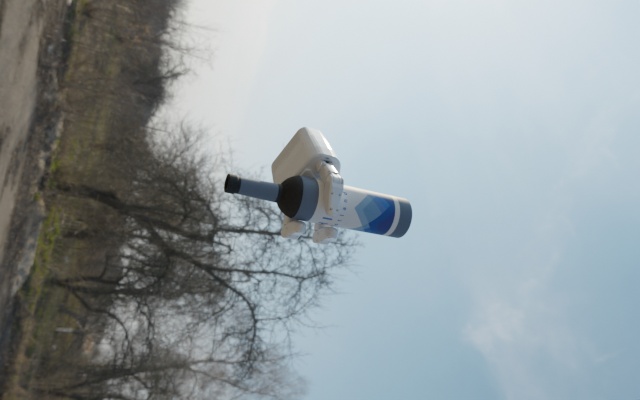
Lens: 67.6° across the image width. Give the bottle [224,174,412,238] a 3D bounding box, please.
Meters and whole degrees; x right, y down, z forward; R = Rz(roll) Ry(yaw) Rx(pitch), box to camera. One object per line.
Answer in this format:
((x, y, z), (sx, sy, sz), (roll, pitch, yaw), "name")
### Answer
((0.000, 0.002, 0.729), (0.296, 0.069, 0.069), (12, -5, -24), "bottle")
